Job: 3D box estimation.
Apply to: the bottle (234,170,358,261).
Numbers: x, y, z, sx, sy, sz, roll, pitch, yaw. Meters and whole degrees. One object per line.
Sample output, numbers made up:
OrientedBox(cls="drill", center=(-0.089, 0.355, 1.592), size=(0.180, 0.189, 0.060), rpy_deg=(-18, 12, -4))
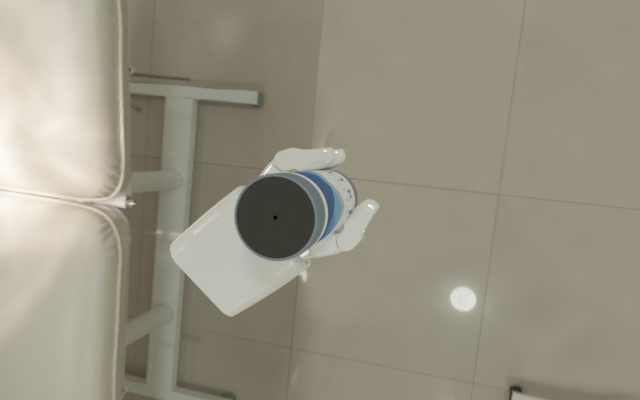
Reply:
OrientedBox(cls="bottle", center=(0.000, 0.002, 0.498), size=(0.069, 0.069, 0.295), rpy_deg=(0, 4, 13))
